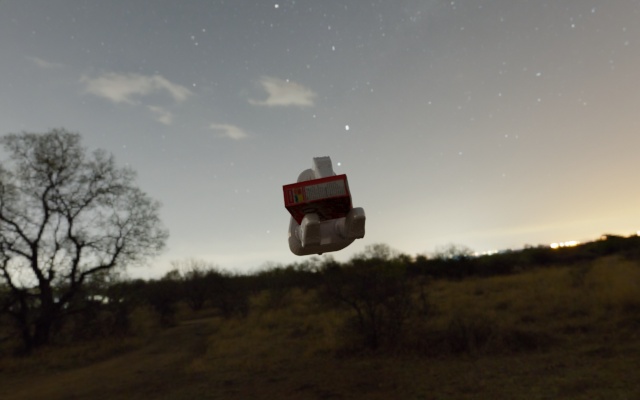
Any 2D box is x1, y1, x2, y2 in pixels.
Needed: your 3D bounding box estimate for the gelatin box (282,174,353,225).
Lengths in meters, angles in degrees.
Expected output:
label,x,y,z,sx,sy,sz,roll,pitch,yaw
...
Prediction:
label,x,y,z,sx,sy,sz,roll,pitch,yaw
gelatin box,0.000,0.001,0.563,0.073,0.030,0.089,-10,-18,5
